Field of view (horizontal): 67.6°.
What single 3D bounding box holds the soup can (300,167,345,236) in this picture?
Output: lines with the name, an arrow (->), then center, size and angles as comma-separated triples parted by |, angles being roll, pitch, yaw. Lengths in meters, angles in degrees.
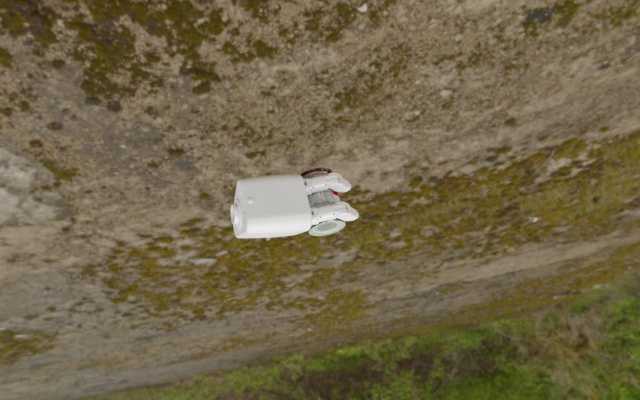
soup can -> 0.001, 0.003, 0.835 | 0.068, 0.102, 0.068 | -12, -23, -5
